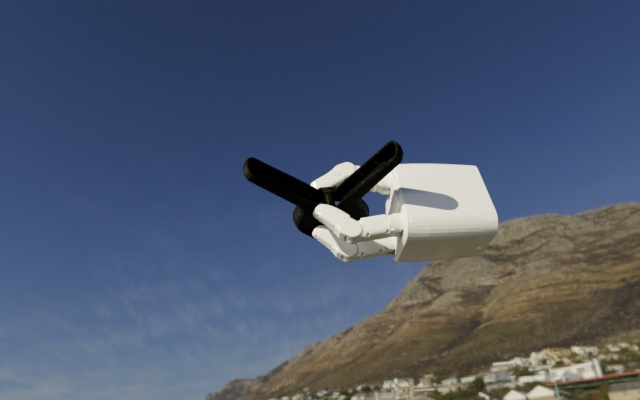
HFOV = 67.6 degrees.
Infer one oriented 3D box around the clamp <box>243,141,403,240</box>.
[{"bbox_3d":[0.000,0.001,0.565,0.164,0.036,0.210,-2,-30,-3],"label":"clamp"}]
